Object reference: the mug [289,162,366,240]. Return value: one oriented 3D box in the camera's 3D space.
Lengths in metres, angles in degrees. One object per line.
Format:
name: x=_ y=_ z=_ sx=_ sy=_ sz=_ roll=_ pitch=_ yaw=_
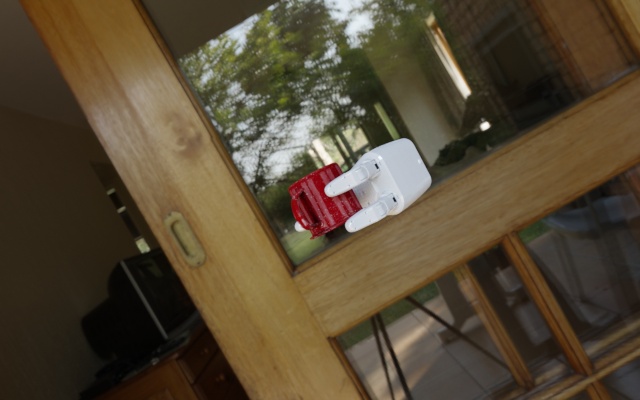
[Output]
mug: x=-0.001 y=0.003 z=0.673 sx=0.093 sy=0.081 sz=0.117 roll=-29 pitch=-1 yaw=41
